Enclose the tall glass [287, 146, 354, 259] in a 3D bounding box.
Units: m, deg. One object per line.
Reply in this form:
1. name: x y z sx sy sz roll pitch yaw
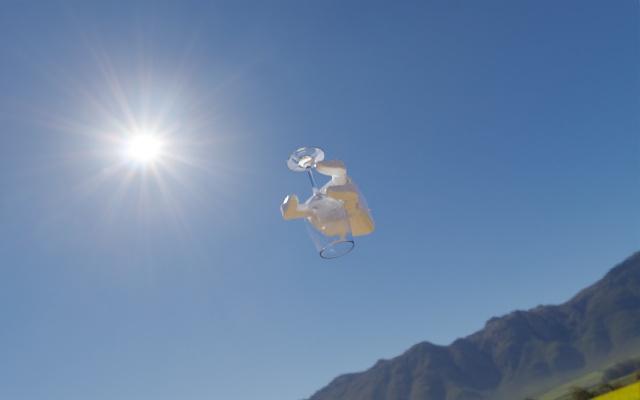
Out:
1. tall glass: 0.000 0.002 0.862 0.079 0.201 0.079 -14 -30 -8
